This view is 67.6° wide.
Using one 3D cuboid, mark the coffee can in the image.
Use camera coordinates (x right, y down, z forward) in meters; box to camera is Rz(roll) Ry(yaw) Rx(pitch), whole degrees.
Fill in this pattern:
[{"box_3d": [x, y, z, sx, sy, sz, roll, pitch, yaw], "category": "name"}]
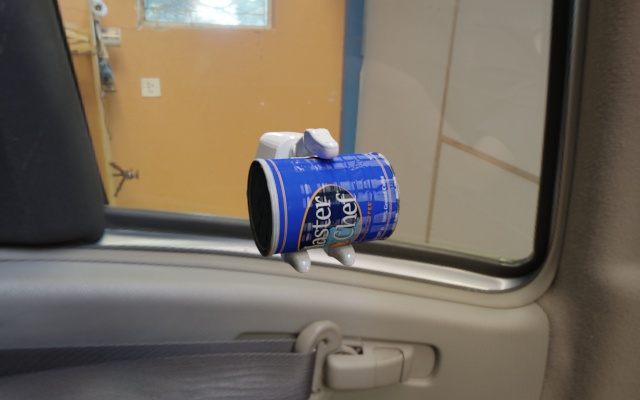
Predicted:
[{"box_3d": [0.000, 0.002, 0.523, 0.140, 0.103, 0.103, -6, 2, -21], "category": "coffee can"}]
